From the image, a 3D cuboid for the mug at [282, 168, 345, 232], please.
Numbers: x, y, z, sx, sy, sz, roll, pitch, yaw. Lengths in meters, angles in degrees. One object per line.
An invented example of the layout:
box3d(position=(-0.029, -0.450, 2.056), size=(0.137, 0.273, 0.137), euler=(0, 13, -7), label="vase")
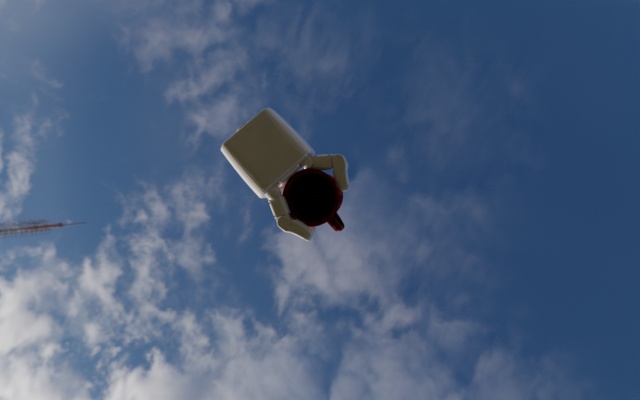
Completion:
box3d(position=(0.001, 0.004, 0.794), size=(0.093, 0.117, 0.081), euler=(-43, -6, 11), label="mug")
